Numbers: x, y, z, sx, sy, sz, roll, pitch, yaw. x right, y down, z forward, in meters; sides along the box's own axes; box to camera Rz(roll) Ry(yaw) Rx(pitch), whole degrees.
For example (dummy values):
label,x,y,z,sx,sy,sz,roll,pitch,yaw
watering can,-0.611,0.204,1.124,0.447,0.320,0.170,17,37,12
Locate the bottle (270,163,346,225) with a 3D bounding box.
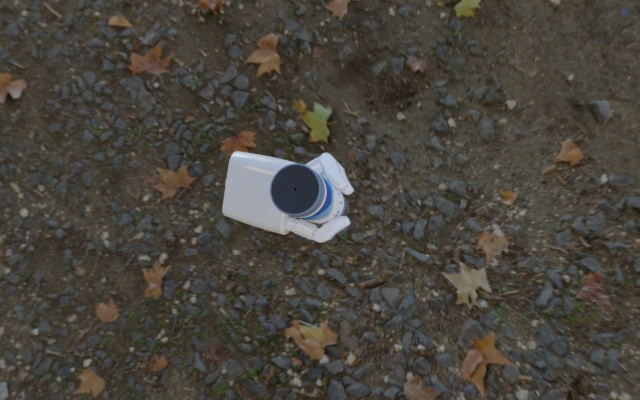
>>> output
label,x,y,z,sx,sy,sz,roll,pitch,yaw
bottle,0.000,0.002,0.738,0.069,0.069,0.296,0,-6,13
